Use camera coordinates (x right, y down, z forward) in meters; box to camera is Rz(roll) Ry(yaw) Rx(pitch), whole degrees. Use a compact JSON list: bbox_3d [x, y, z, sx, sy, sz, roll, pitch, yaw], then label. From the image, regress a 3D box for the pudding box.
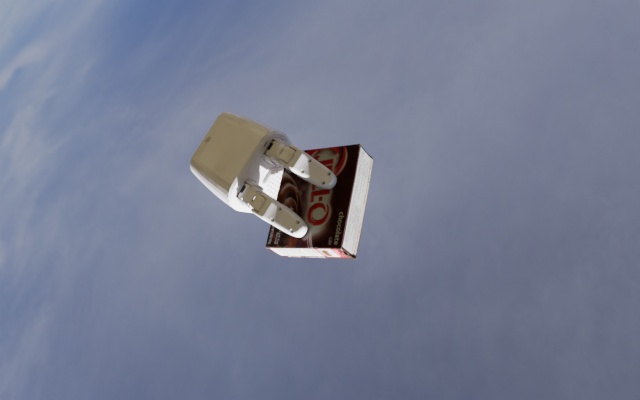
[{"bbox_3d":[0.000,0.002,0.486,0.090,0.113,0.039,-3,-23,34],"label":"pudding box"}]
